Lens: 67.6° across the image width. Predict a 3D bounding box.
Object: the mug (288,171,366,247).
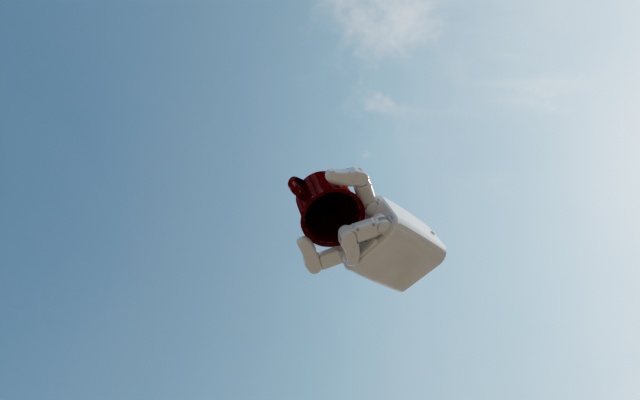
[{"bbox_3d":[-0.001,0.002,0.692,0.117,0.093,0.081,31,16,-25],"label":"mug"}]
